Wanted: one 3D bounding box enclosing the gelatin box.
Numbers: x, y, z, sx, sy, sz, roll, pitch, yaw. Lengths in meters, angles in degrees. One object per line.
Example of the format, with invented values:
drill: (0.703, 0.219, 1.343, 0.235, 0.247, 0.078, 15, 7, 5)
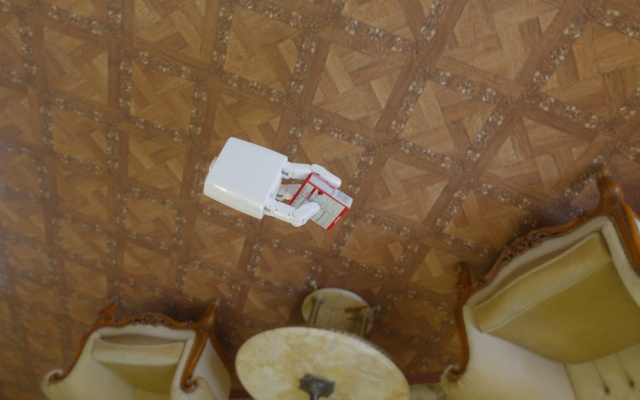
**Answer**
gelatin box: (0.000, 0.003, 0.828, 0.089, 0.030, 0.073, 33, -48, -6)
